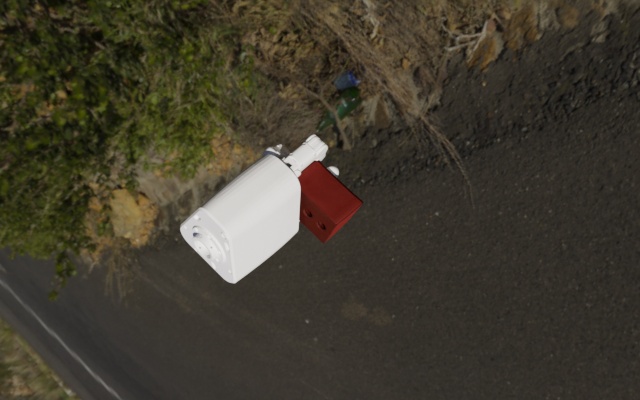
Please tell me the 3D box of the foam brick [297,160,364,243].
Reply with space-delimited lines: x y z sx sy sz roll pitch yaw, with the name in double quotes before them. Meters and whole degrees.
"foam brick" 0.000 0.002 0.573 0.051 0.078 0.053 -42 -10 -34
